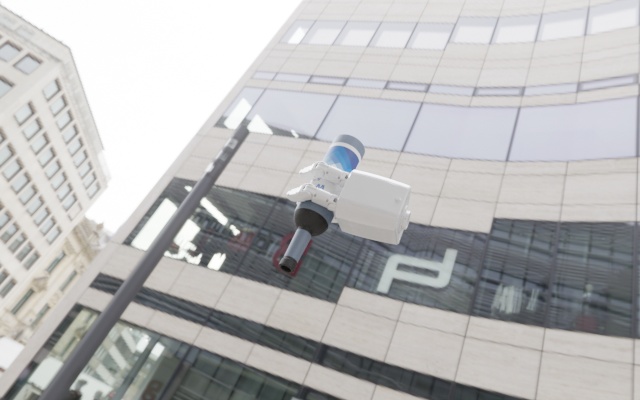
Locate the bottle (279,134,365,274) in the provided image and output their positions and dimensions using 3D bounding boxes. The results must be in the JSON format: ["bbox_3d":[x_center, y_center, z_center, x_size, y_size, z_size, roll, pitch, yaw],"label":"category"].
[{"bbox_3d":[0.000,0.003,0.856,0.069,0.295,0.069,18,-35,13],"label":"bottle"}]
